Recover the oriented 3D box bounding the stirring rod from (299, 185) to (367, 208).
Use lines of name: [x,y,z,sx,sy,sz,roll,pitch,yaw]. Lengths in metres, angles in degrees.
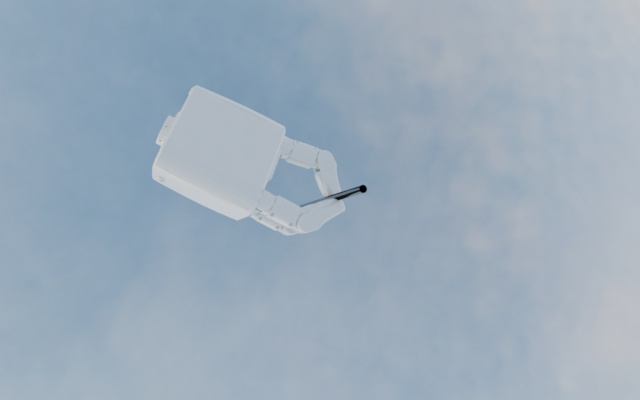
stirring rod: [0.000,0.002,0.563,0.011,0.011,0.239,0,-6,-20]
